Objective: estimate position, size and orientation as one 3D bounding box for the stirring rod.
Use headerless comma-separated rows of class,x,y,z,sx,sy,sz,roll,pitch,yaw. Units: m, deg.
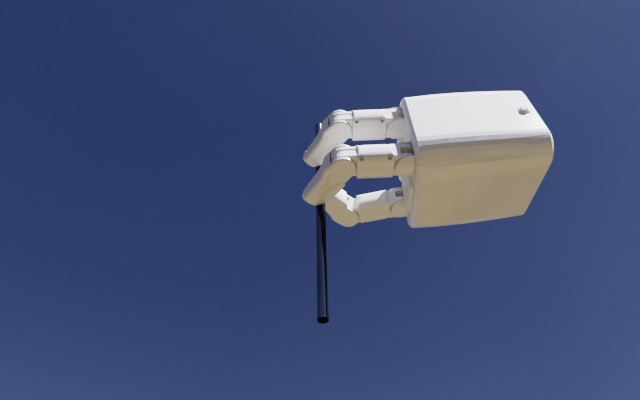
stirring rod,0.000,0.001,0.411,0.011,0.011,0.239,0,41,-1
